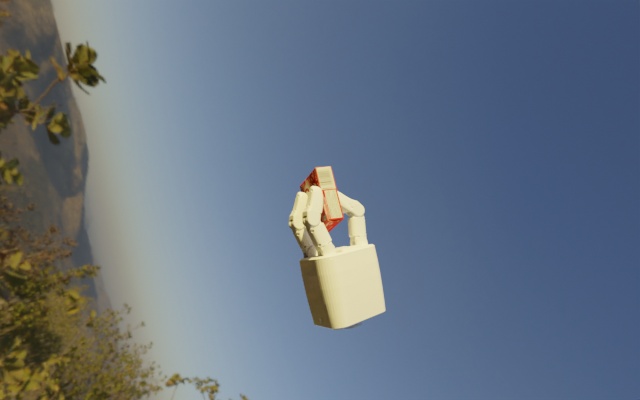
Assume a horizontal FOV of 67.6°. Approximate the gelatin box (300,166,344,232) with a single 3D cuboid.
[{"bbox_3d":[0.000,0.002,0.736,0.030,0.089,0.073,-5,-19,-24],"label":"gelatin box"}]
